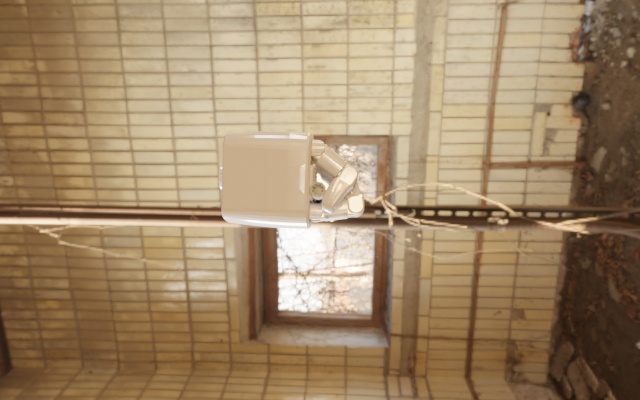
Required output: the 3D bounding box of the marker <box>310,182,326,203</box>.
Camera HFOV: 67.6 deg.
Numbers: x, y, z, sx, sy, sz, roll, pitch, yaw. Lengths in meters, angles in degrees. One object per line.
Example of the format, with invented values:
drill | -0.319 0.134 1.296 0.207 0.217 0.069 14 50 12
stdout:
marker | 0.000 0.002 0.606 0.020 0.020 0.121 0 -14 3
